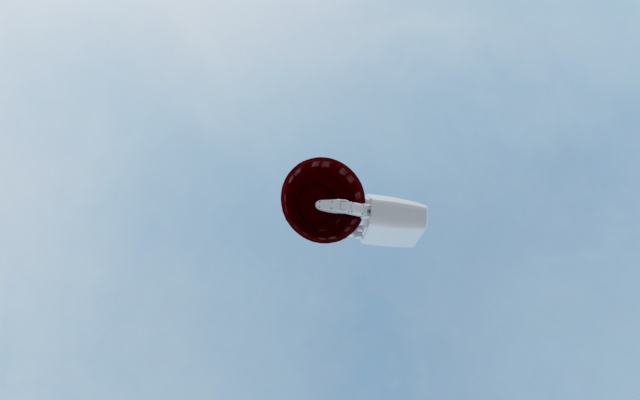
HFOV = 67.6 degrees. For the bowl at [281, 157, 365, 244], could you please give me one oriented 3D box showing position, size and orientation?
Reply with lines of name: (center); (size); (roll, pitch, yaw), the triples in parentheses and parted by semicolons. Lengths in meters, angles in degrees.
bowl: (-0.001, 0.002, 0.898); (0.162, 0.162, 0.055); (0, -10, -15)
